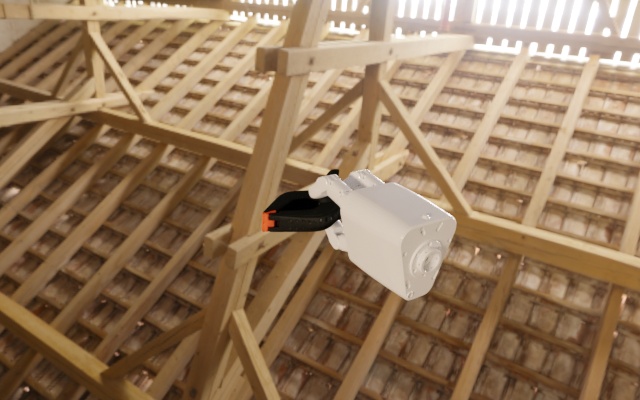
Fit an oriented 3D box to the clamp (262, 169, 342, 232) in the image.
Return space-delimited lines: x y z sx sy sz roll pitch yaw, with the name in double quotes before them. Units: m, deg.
"clamp" 0.000 0.003 0.695 0.210 0.036 0.164 -12 29 -32
